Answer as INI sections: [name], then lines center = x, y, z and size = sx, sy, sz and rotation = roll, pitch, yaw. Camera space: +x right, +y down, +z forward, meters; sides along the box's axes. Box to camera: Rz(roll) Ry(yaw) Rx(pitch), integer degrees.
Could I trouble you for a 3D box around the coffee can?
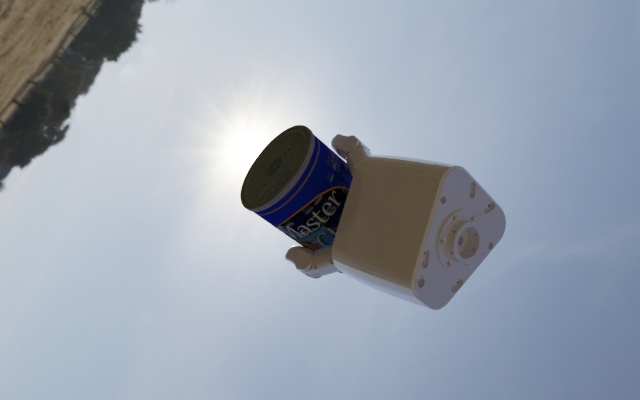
[coffee can]
center = 0.000, 0.002, 0.514
size = 0.140, 0.102, 0.103
rotation = 38, -22, -31
